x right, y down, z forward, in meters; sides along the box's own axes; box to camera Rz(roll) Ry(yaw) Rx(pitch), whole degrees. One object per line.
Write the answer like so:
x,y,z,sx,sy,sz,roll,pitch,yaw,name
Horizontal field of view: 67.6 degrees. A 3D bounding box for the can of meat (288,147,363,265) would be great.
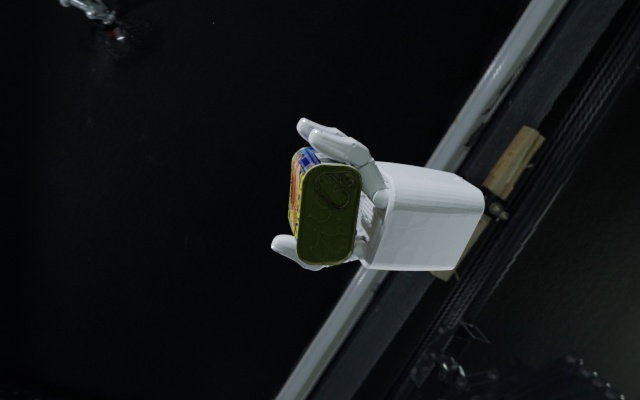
0.000,0.002,0.486,0.057,0.102,0.084,2,20,-12,can of meat
